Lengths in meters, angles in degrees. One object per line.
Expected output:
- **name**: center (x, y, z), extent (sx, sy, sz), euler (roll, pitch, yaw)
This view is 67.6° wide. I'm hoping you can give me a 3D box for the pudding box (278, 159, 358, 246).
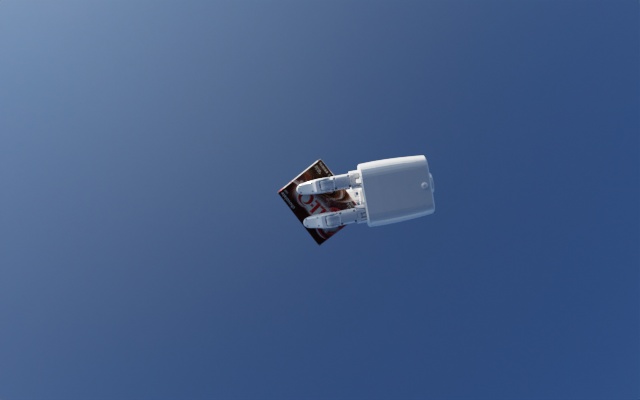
- **pudding box**: center (0.000, 0.003, 0.782), extent (0.090, 0.113, 0.039), euler (-38, 1, 5)
